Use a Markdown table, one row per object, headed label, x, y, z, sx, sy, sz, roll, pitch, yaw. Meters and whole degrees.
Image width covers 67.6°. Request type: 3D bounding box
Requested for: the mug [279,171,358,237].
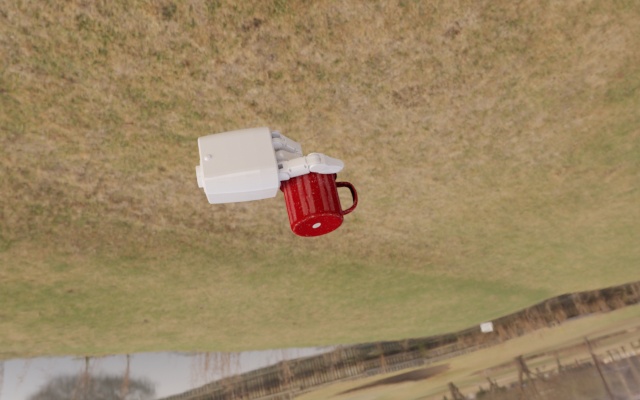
| label | x | y | z | sx | sy | sz | roll | pitch | yaw |
| --- | --- | --- | --- | --- | --- | --- | --- | --- | --- |
| mug | 0.002 | 0.002 | 0.733 | 0.117 | 0.081 | 0.093 | -8 | -27 | -10 |
